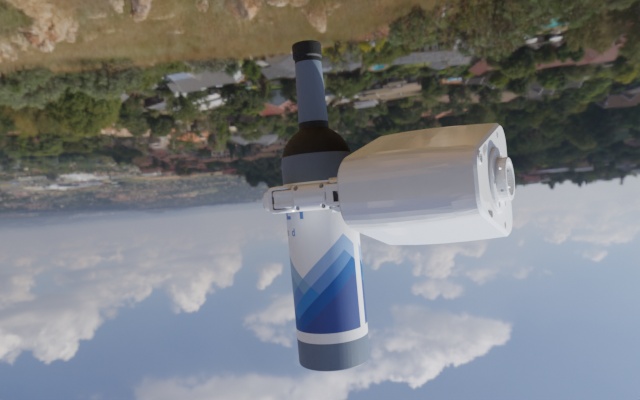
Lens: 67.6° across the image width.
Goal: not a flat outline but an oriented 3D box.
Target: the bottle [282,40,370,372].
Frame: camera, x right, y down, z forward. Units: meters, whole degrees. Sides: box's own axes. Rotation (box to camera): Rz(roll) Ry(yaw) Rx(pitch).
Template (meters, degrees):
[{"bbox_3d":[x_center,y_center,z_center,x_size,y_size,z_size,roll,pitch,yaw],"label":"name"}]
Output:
[{"bbox_3d":[0.000,0.002,0.445,0.069,0.295,0.069,-5,0,0],"label":"bottle"}]
